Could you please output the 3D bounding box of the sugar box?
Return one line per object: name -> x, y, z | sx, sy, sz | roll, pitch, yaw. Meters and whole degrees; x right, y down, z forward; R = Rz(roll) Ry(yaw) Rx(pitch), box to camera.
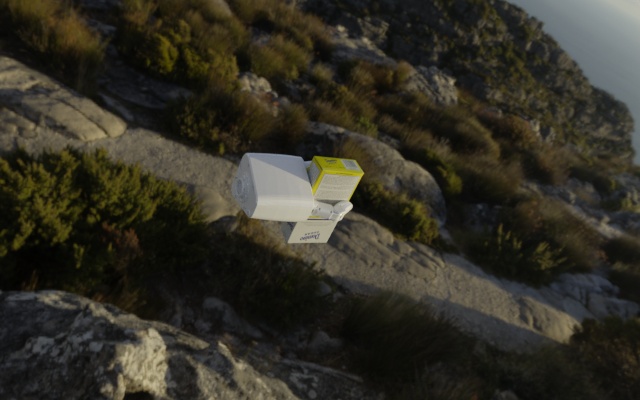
sugar box -> 0.000, 0.002, 0.877 | 0.093, 0.176, 0.048 | 3, 42, -33
